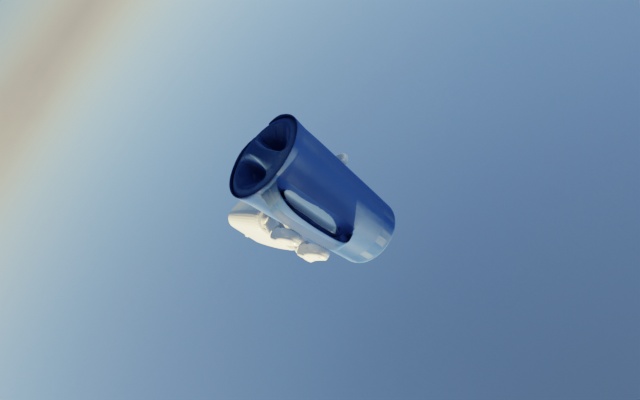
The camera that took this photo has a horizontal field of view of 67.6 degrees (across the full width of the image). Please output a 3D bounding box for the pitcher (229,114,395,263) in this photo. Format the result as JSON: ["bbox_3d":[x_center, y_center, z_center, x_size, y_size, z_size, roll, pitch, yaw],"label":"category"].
[{"bbox_3d":[0.000,0.002,0.689,0.243,0.149,0.145,36,-22,-33],"label":"pitcher"}]
